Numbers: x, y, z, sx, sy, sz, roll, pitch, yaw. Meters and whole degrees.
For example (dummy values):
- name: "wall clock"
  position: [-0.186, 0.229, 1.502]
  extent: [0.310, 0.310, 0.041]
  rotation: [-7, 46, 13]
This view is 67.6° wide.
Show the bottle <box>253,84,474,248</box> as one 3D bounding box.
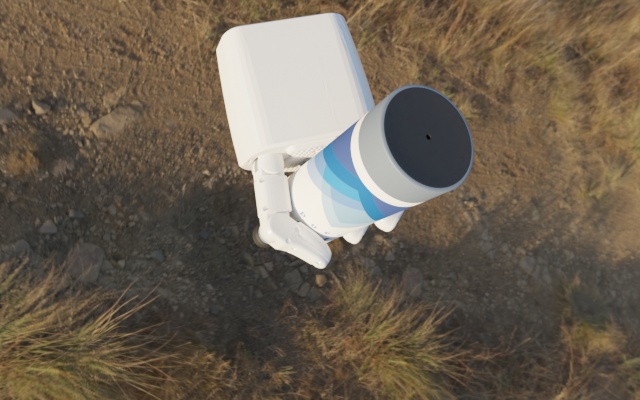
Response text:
- name: "bottle"
  position: [0.000, 0.001, 0.401]
  extent: [0.069, 0.069, 0.296]
  rotation: [0, -15, -26]
